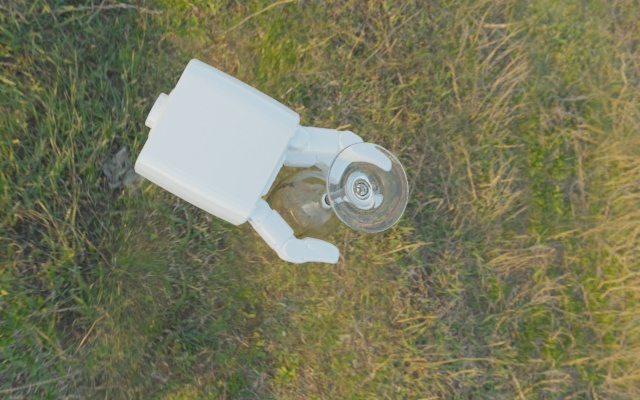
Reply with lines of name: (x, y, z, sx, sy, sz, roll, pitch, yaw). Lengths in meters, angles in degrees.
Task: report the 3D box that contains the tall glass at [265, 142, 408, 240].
tall glass: (0.000, 0.002, 0.474, 0.079, 0.079, 0.201, 0, -7, -23)
